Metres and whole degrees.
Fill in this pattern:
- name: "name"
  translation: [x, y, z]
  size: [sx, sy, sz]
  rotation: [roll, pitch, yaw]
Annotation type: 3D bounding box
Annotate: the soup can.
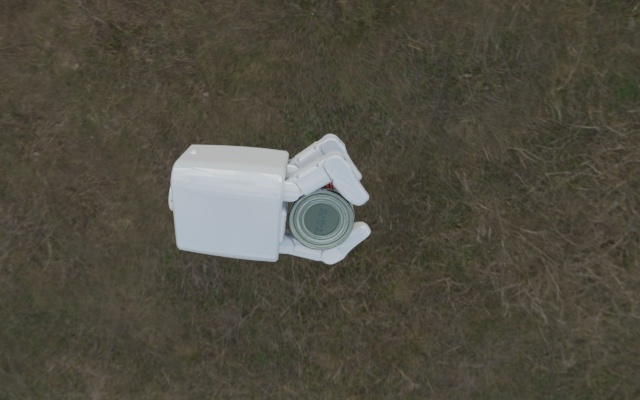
- name: "soup can"
  translation: [0.001, 0.002, 0.517]
  size: [0.068, 0.068, 0.102]
  rotation: [0, 21, -1]
